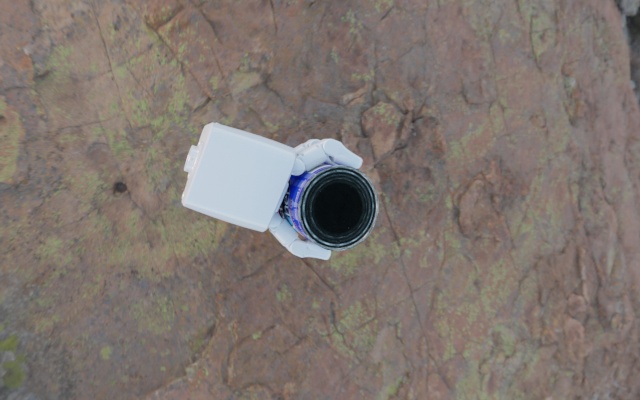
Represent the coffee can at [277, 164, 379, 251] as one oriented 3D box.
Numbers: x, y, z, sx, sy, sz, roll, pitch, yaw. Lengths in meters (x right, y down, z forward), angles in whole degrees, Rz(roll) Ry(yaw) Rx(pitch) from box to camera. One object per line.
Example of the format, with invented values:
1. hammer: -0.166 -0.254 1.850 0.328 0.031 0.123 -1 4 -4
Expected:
1. coffee can: 0.000 0.002 0.628 0.103 0.103 0.140 0 6 -19
